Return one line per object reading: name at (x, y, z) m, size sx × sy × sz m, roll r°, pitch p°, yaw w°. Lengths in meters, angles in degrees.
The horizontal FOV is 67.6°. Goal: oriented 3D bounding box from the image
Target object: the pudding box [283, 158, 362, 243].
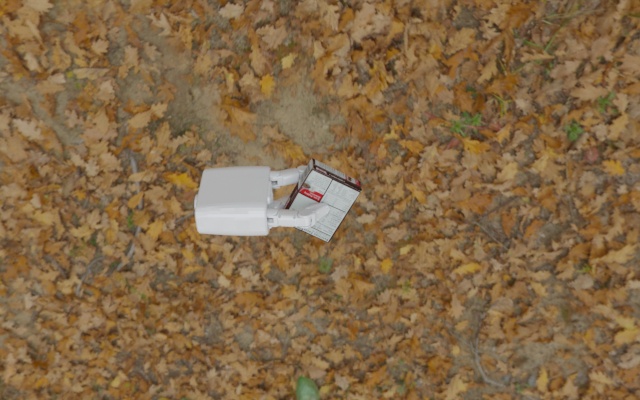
pudding box at (0.000, 0.003, 0.760) m, size 0.090 × 0.113 × 0.039 m, roll 25°, pitch 28°, yaw -14°
